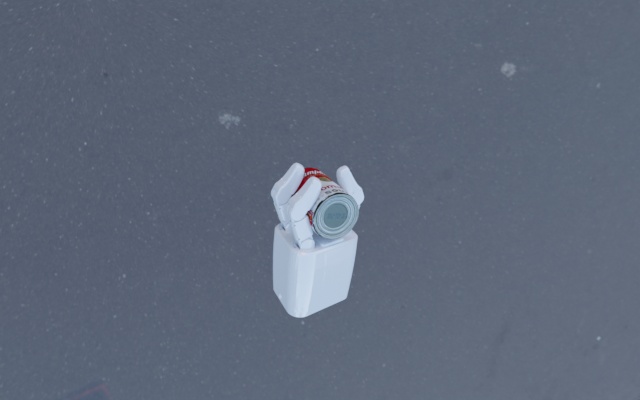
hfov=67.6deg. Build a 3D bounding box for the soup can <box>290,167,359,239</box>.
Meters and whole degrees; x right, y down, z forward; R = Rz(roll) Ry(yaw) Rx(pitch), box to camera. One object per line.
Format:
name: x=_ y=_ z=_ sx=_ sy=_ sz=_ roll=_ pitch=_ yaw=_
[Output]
soup can: x=0.000 y=0.002 z=0.657 sx=0.068 sy=0.068 sz=0.102 roll=0 pitch=23 yaw=-27
